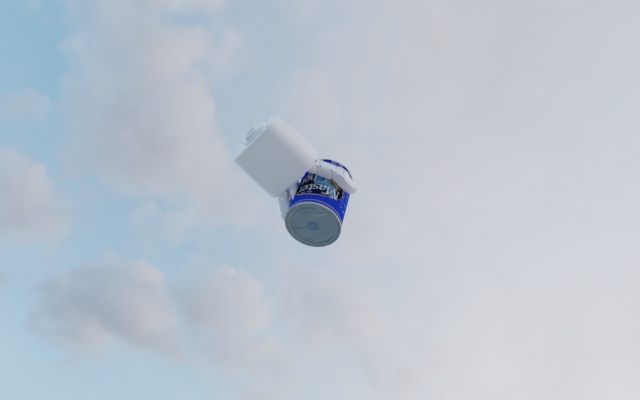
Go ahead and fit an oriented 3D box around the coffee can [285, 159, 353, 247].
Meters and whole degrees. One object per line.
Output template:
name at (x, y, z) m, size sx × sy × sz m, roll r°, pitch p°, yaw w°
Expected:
coffee can at (0.000, 0.003, 0.897) m, size 0.103 × 0.103 × 0.140 m, roll 0°, pitch 38°, yaw 15°
